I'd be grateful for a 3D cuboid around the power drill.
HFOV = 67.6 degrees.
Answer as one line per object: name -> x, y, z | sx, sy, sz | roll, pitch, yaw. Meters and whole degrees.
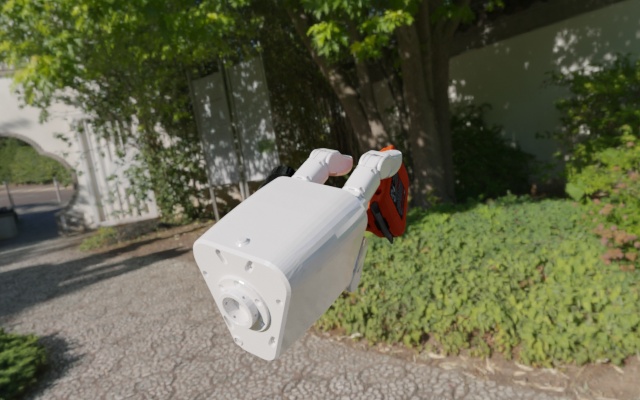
power drill -> 0.000, 0.002, 0.525 | 0.188, 0.057, 0.184 | -17, 33, 24
